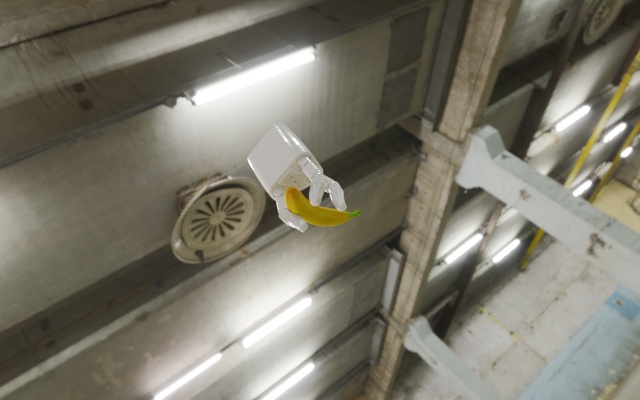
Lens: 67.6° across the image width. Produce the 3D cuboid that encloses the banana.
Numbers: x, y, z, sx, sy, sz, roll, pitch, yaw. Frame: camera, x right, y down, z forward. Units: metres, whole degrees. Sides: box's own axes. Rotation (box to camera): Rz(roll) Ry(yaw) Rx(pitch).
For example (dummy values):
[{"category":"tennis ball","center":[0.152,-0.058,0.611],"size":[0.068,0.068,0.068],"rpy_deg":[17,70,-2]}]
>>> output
[{"category":"banana","center":[-0.010,0.016,0.901],"size":[0.198,0.037,0.070],"rpy_deg":[17,-54,-46]}]
